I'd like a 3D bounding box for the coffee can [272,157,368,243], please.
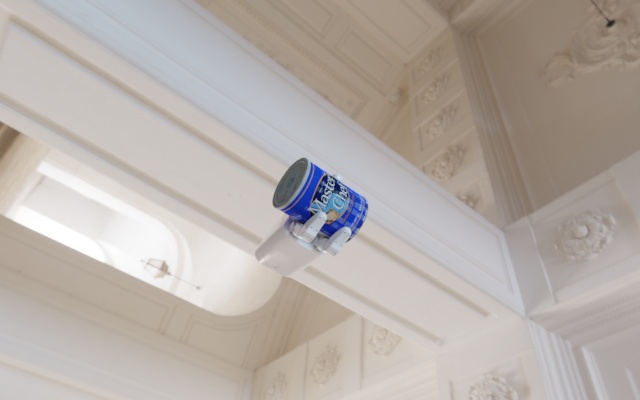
[{"bbox_3d":[0.000,0.003,0.854,0.140,0.102,0.103,33,-14,-23],"label":"coffee can"}]
